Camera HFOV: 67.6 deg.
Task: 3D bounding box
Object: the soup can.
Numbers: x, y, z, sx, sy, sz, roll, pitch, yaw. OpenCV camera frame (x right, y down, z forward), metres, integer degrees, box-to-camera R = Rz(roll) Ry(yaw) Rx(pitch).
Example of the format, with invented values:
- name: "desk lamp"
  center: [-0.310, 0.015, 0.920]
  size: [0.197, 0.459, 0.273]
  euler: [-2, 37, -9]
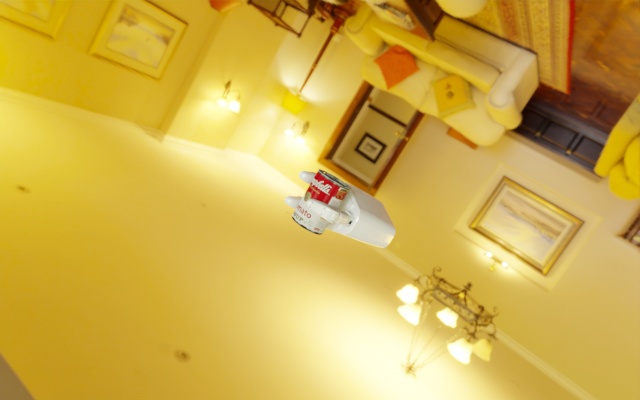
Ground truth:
- name: "soup can"
  center: [0.000, 0.003, 0.874]
  size: [0.068, 0.102, 0.068]
  euler: [30, 11, -6]
